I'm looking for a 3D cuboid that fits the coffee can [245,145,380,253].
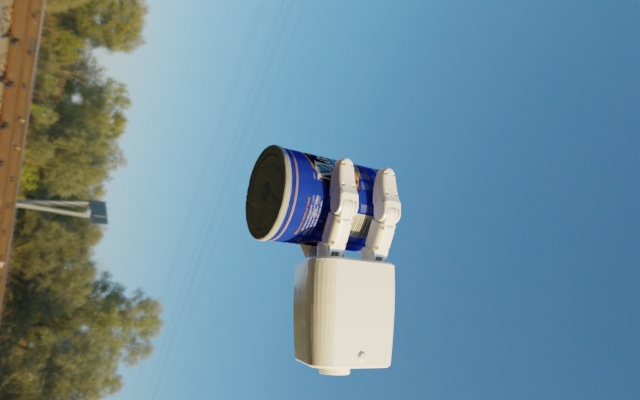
[{"bbox_3d":[0.000,0.002,0.538,0.140,0.103,0.103,10,-5,-29],"label":"coffee can"}]
